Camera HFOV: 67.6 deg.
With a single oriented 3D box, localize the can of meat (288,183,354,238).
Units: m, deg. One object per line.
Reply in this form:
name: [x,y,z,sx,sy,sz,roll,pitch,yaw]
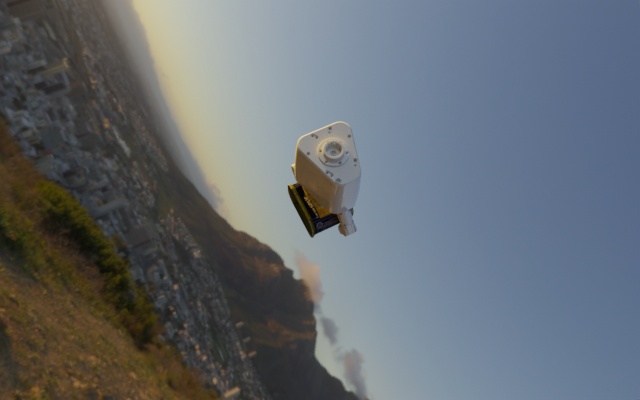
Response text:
can of meat: [0.000,0.003,0.855,0.084,0.102,0.057,-24,-23,-12]
